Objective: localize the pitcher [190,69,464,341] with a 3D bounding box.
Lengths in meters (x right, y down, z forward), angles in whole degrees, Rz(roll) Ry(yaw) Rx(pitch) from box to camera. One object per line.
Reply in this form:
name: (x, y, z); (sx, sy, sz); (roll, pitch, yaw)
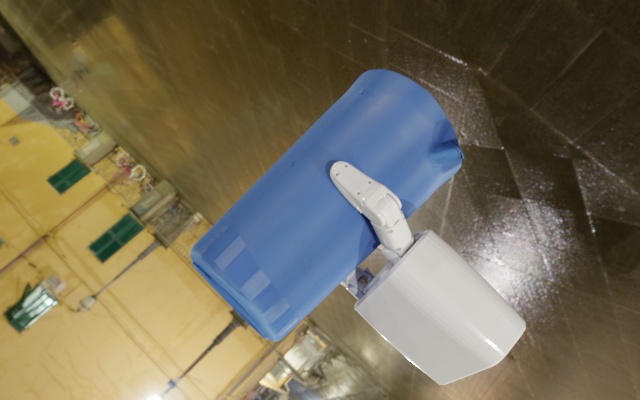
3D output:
pitcher: (0.000, 0.002, 0.443); (0.242, 0.145, 0.149); (-44, -10, -18)
